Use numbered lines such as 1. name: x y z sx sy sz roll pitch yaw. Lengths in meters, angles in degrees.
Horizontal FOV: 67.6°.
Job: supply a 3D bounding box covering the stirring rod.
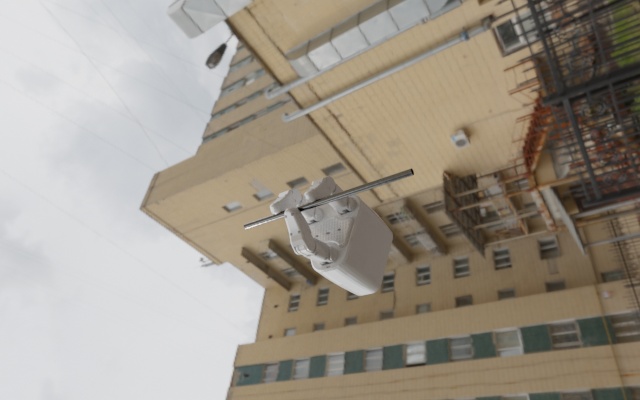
1. stirring rod: 0.000 0.002 0.576 0.239 0.011 0.011 -18 -9 29
